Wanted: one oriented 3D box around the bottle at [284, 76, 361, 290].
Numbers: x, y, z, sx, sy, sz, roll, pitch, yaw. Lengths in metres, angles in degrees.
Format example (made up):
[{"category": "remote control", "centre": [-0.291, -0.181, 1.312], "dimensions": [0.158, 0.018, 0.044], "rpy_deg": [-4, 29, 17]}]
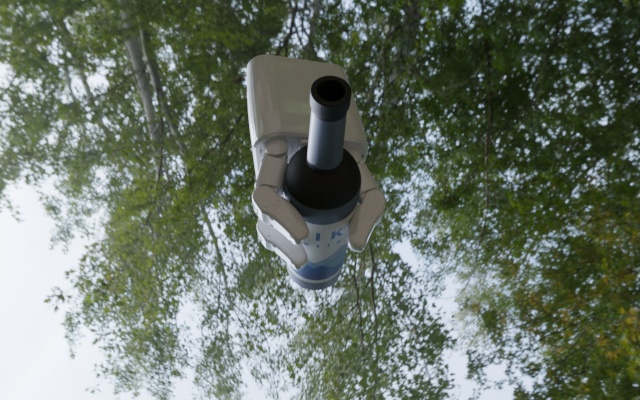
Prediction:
[{"category": "bottle", "centre": [0.000, 0.002, 0.440], "dimensions": [0.069, 0.069, 0.296], "rpy_deg": [0, -30, -3]}]
